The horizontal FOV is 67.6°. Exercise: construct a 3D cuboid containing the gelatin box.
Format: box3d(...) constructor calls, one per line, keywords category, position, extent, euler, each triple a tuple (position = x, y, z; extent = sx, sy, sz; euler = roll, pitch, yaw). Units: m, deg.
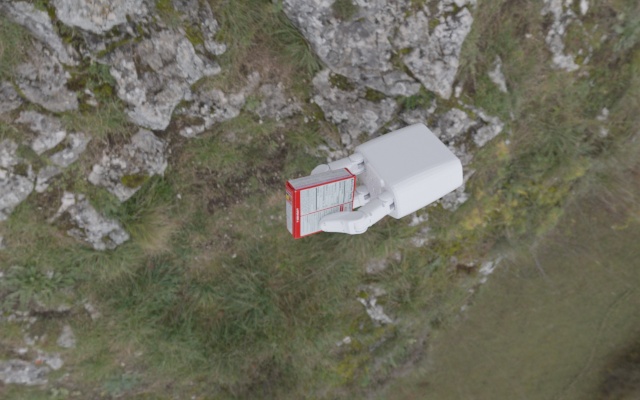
box3d(category="gelatin box", position=(0.000, 0.002, 0.615), extent=(0.089, 0.073, 0.030), euler=(-16, 37, -24))
